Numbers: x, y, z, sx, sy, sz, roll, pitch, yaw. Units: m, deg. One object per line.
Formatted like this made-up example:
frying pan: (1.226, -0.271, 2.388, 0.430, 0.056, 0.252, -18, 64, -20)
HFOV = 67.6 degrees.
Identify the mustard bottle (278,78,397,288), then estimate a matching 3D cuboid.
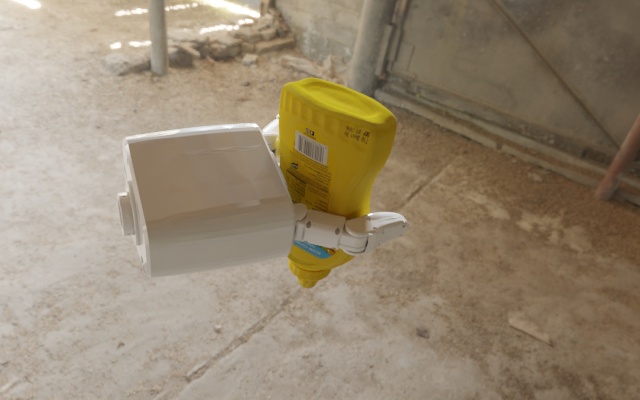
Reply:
mustard bottle: (0.000, 0.001, 0.410, 0.096, 0.192, 0.058, 31, 39, 28)
